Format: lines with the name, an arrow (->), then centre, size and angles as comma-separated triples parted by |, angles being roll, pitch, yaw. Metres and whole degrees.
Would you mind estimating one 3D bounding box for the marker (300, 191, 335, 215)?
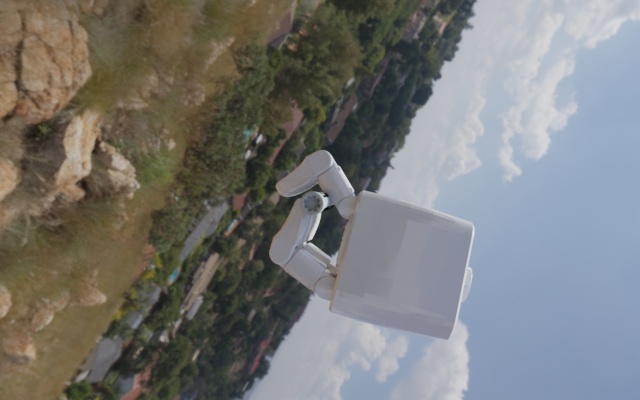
marker -> 0.000, 0.001, 0.432 | 0.020, 0.020, 0.121 | 0, 1, 6
